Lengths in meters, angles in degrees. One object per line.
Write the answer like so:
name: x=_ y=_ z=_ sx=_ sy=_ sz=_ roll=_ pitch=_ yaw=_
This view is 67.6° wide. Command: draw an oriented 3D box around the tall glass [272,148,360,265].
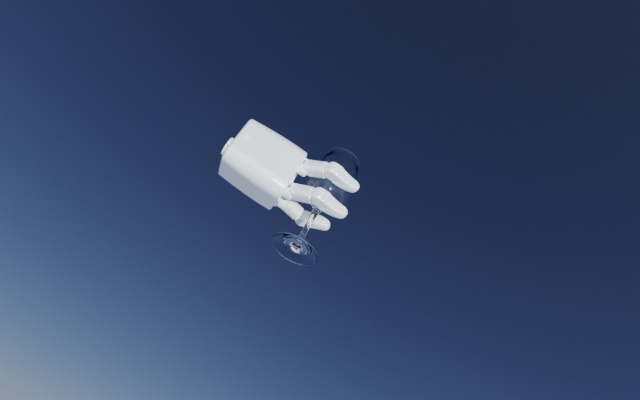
tall glass: x=0.000 y=0.003 z=0.766 sx=0.079 sy=0.201 sz=0.079 roll=18 pitch=-37 yaw=15
